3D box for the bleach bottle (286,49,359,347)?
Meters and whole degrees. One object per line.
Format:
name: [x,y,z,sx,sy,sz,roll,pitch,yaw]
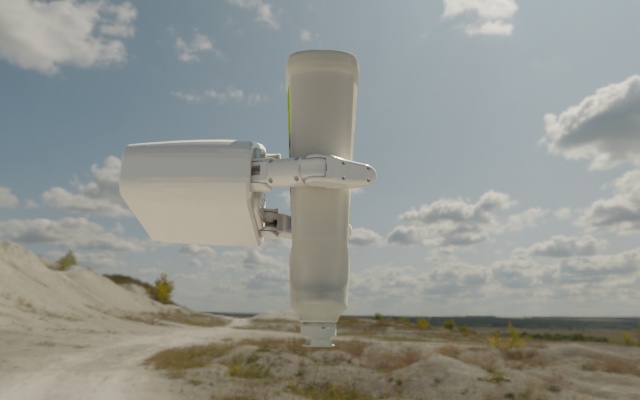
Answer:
bleach bottle: [0.000,0.001,0.432,0.068,0.250,0.102,1,-13,1]
